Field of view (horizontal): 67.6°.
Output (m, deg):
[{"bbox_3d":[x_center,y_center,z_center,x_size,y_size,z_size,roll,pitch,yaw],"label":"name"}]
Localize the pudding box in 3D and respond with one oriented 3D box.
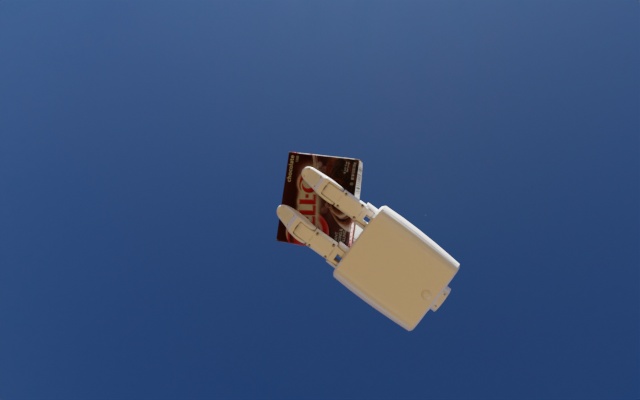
[{"bbox_3d":[0.000,0.002,0.581,0.090,0.113,0.039,8,-2,16],"label":"pudding box"}]
